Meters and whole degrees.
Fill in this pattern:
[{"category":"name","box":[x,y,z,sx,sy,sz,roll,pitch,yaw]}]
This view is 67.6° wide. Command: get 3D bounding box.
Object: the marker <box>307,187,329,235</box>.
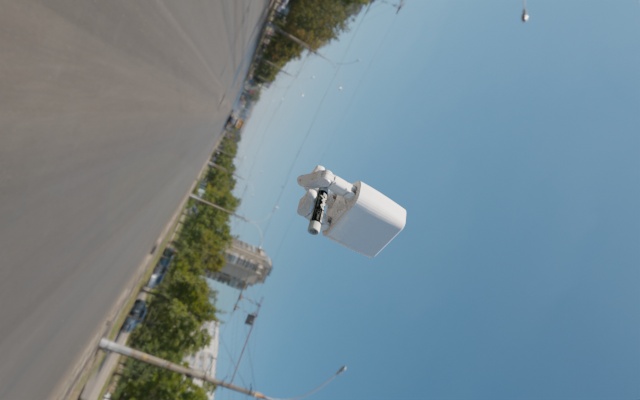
[{"category":"marker","box":[0.000,0.003,0.781,0.020,0.121,0.020,9,-38,7]}]
